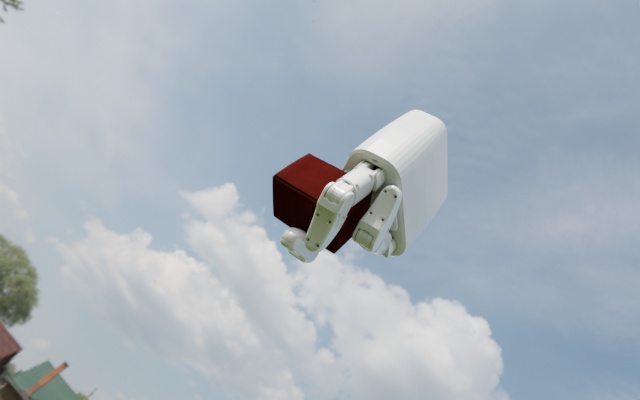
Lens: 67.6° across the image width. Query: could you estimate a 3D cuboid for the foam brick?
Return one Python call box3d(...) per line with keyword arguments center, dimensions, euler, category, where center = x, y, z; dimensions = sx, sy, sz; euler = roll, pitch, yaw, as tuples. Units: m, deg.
box3d(center=(0.000, 0.001, 0.449), dimensions=(0.078, 0.053, 0.051), euler=(30, 48, 23), category="foam brick")
